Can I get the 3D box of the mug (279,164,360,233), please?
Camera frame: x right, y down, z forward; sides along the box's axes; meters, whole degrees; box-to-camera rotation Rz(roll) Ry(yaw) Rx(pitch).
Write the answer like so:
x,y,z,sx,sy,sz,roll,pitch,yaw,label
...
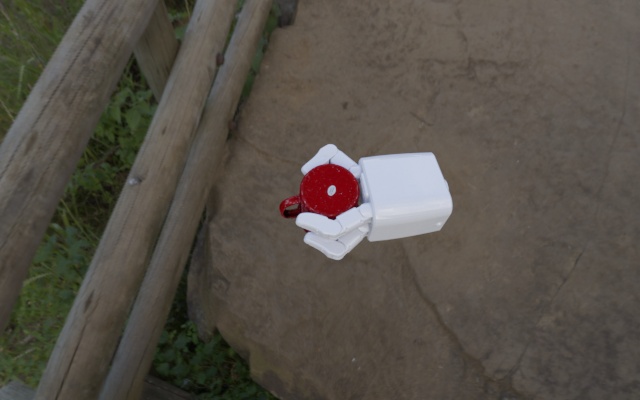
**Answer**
x,y,z,sx,sy,sz,roll,pitch,yaw,label
-0.001,0.002,0.670,0.117,0.093,0.081,-7,-23,-4,mug
